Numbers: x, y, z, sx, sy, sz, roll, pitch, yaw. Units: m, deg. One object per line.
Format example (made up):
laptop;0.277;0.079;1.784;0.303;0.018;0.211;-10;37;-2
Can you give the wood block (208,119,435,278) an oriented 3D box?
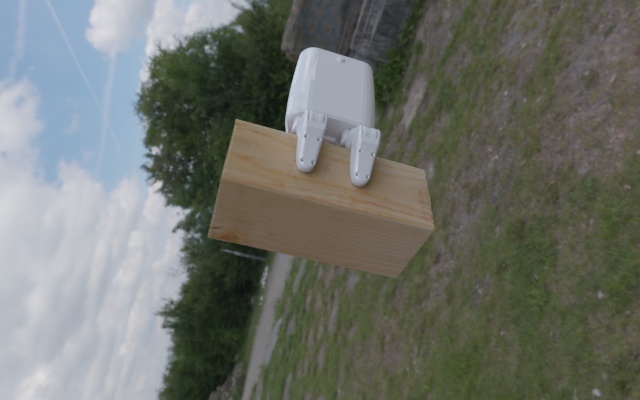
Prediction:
wood block;0.000;0.001;0.494;0.206;0.090;0.091;14;-44;-11
